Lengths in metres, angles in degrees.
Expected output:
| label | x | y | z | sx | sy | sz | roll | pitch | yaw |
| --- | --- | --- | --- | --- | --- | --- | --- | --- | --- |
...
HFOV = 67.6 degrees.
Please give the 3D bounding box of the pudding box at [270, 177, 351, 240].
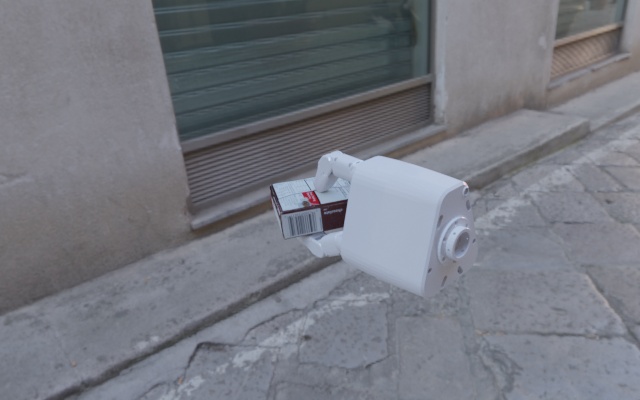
| label | x | y | z | sx | sy | sz | roll | pitch | yaw |
| --- | --- | --- | --- | --- | --- | --- | --- | --- | --- |
| pudding box | 0.000 | 0.002 | 0.584 | 0.113 | 0.039 | 0.090 | -9 | 24 | -10 |
